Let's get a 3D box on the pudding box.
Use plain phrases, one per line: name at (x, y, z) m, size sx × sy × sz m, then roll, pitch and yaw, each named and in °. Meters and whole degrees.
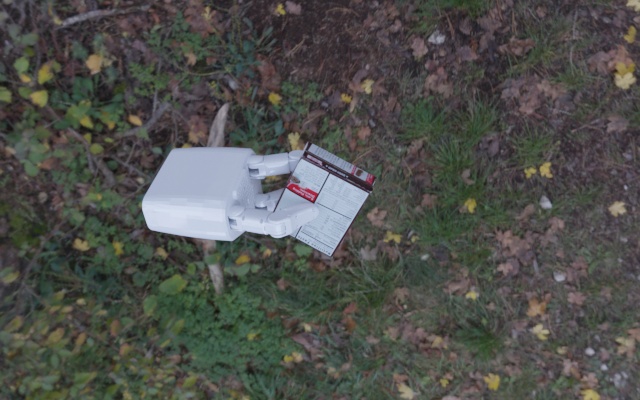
pudding box at (0.000, 0.002, 0.555) m, size 0.090 × 0.113 × 0.039 m, roll 27°, pitch 37°, yaw -2°
